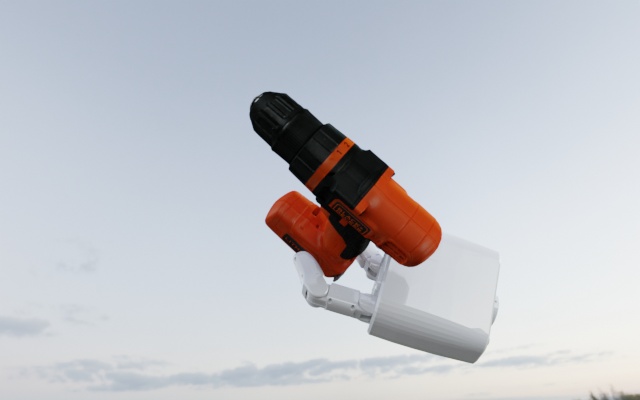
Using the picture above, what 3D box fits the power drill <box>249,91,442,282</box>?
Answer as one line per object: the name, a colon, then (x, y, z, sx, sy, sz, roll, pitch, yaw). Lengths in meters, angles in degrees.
power drill: (0.000, 0.002, 0.439, 0.184, 0.057, 0.188, 43, -21, 1)
